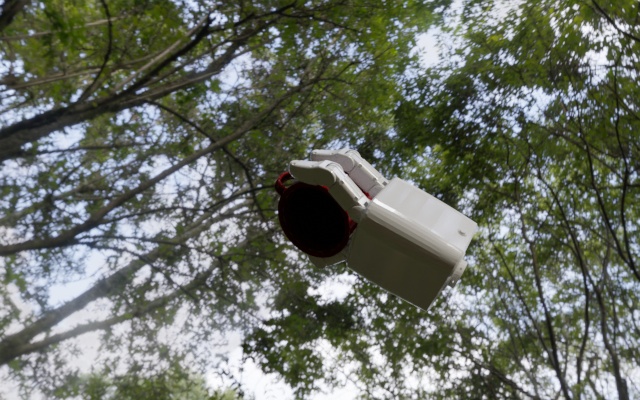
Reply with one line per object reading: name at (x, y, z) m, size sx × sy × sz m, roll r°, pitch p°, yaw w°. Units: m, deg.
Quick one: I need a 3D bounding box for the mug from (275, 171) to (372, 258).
mug at (-0.001, 0.001, 0.568) m, size 0.117 × 0.093 × 0.081 m, roll 31°, pitch 35°, yaw 15°
